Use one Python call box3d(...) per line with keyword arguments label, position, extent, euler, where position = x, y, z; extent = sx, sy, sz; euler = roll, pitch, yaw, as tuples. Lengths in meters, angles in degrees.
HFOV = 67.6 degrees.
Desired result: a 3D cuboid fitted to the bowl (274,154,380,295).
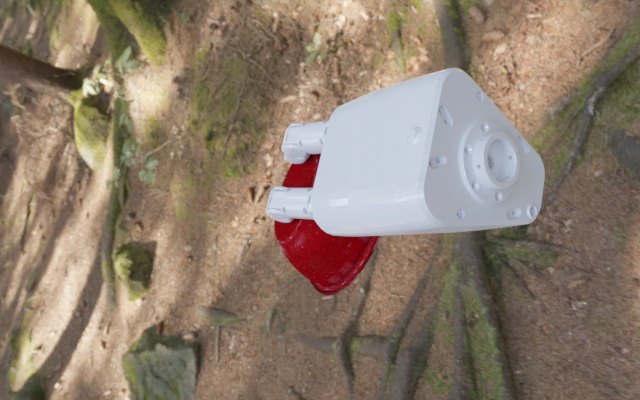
box3d(label="bowl", position=(-0.001, 0.002, 0.440), extent=(0.055, 0.162, 0.162), euler=(18, -7, -21))
